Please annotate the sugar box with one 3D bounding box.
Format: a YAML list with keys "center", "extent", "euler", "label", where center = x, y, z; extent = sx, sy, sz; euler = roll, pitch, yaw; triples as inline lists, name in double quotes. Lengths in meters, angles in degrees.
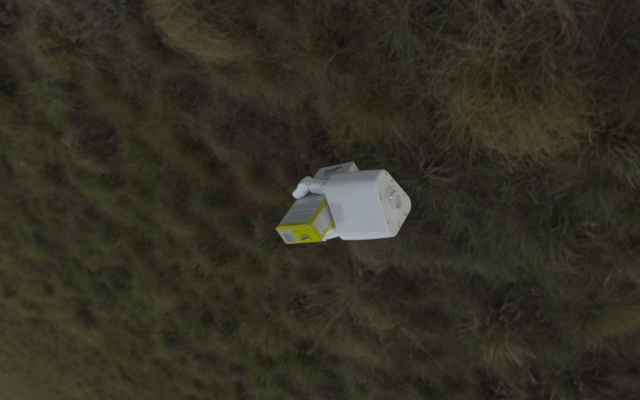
- center: [0.000, 0.003, 0.883]
  extent: [0.093, 0.048, 0.176]
  euler: [-8, 34, 43]
  label: "sugar box"
